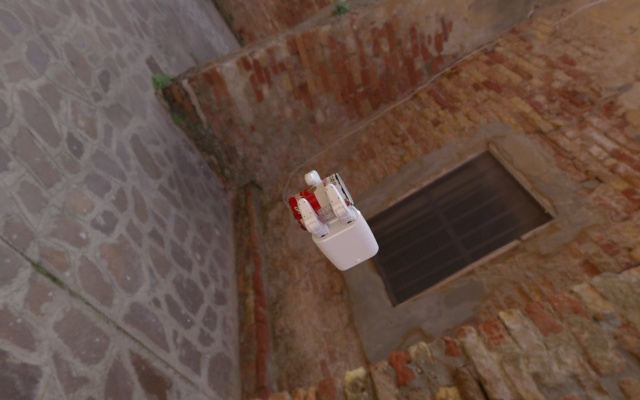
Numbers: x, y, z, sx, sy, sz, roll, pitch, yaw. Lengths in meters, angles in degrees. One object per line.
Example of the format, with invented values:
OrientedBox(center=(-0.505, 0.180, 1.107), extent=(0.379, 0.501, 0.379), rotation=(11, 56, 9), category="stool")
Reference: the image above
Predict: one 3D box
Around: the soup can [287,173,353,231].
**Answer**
OrientedBox(center=(0.000, 0.002, 0.866), extent=(0.102, 0.068, 0.068), rotation=(-28, -4, 8), category="soup can")
